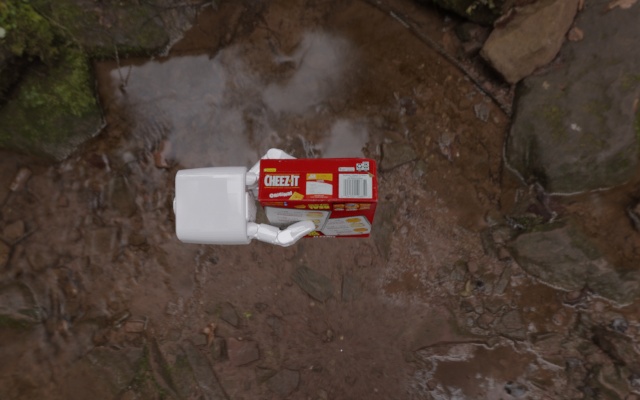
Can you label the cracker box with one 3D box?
[{"bbox_3d":[0.000,0.003,0.746,0.164,0.072,0.214,0,-17,2],"label":"cracker box"}]
